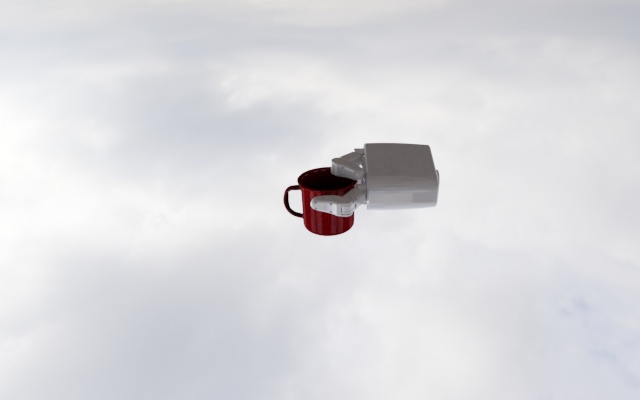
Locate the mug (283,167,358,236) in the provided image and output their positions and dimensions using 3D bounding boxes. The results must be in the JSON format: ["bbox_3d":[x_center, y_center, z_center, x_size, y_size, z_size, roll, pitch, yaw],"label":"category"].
[{"bbox_3d":[-0.001,0.003,0.742,0.117,0.081,0.093,-1,27,3],"label":"mug"}]
